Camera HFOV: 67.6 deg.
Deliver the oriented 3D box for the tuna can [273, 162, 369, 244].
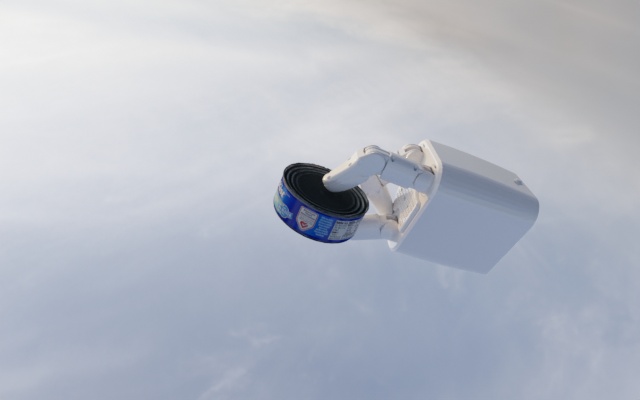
[{"bbox_3d":[0.000,0.002,0.446,0.086,0.034,0.086,19,29,-11],"label":"tuna can"}]
